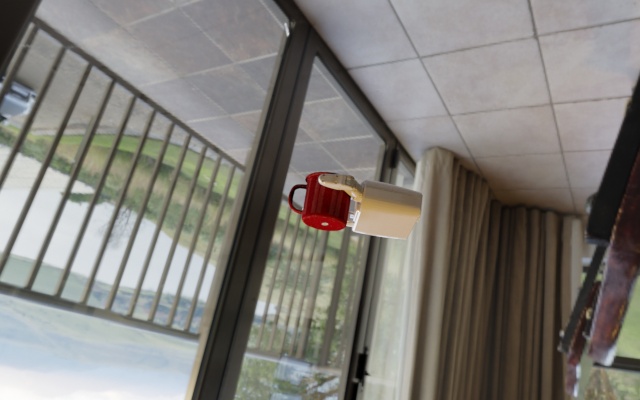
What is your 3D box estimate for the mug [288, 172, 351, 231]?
[{"bbox_3d":[-0.001,0.003,0.855,0.117,0.081,0.093,10,-21,0],"label":"mug"}]
